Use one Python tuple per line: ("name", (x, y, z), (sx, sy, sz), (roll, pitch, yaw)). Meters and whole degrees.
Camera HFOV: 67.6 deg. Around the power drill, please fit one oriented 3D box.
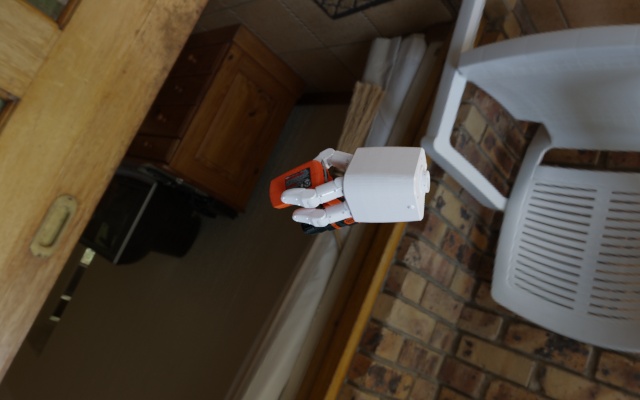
("power drill", (0.000, 0.003, 0.828), (0.184, 0.057, 0.188), (-25, -28, 29))
